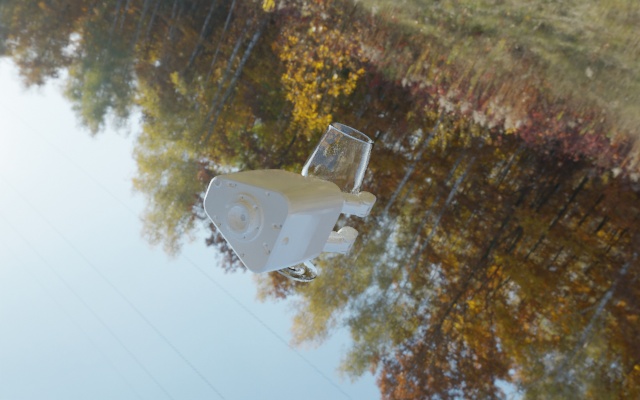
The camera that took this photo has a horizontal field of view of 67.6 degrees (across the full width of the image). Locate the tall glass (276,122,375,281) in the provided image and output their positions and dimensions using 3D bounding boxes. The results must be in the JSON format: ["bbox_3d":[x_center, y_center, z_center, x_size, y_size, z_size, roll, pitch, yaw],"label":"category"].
[{"bbox_3d":[0.000,0.003,0.620,0.079,0.201,0.079,22,18,-8],"label":"tall glass"}]
